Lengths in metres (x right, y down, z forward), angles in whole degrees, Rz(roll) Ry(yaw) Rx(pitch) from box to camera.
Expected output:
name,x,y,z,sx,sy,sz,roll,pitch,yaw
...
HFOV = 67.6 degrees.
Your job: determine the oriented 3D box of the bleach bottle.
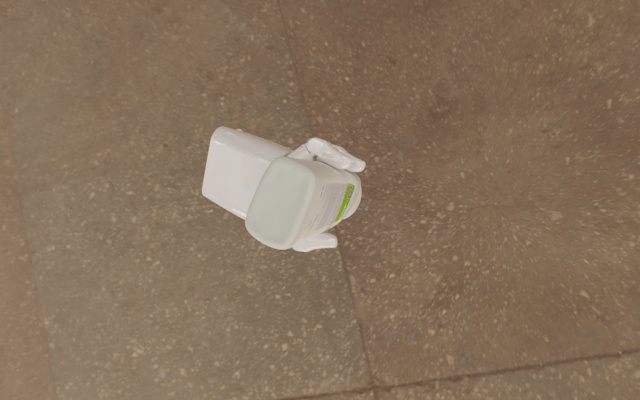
name,x,y,z,sx,sy,sz,roll,pitch,yaw
bleach bottle,0.000,0.002,0.629,0.068,0.102,0.251,27,9,19
